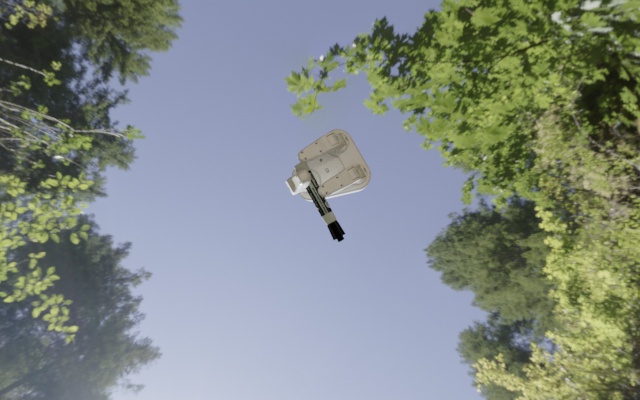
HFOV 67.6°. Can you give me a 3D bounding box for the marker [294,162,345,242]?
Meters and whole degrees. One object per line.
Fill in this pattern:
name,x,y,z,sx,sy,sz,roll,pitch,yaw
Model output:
marker,0.000,0.002,0.657,0.020,0.121,0.020,-29,-3,-1
